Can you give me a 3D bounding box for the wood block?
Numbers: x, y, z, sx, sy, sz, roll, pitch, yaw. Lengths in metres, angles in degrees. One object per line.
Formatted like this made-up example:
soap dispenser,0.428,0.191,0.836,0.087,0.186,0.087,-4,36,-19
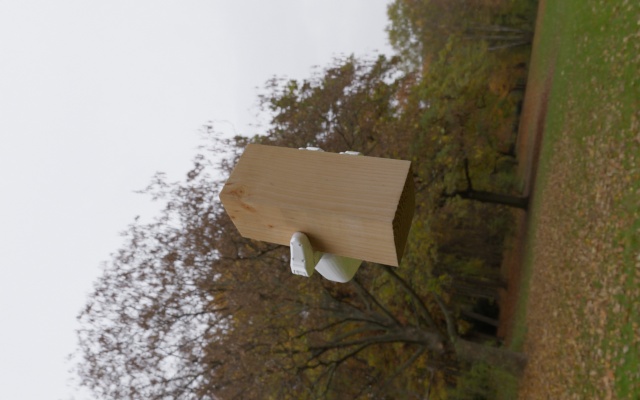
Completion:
wood block,0.000,0.002,0.568,0.206,0.090,0.090,8,-35,21
